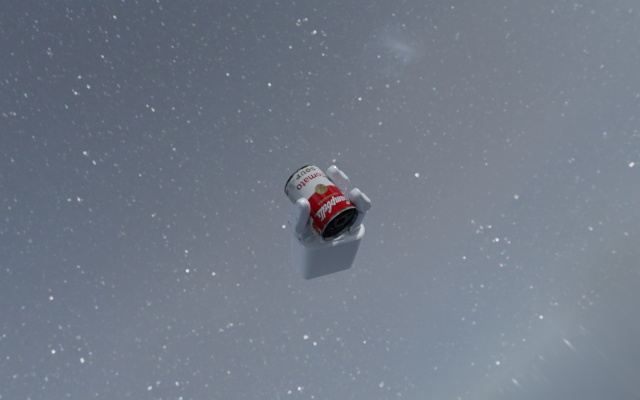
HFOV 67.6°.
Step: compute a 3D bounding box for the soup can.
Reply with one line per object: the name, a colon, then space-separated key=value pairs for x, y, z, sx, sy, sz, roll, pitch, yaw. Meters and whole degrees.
soup can: x=0.000 y=0.002 z=0.726 sx=0.068 sy=0.068 sz=0.102 roll=0 pitch=41 yaw=-52
